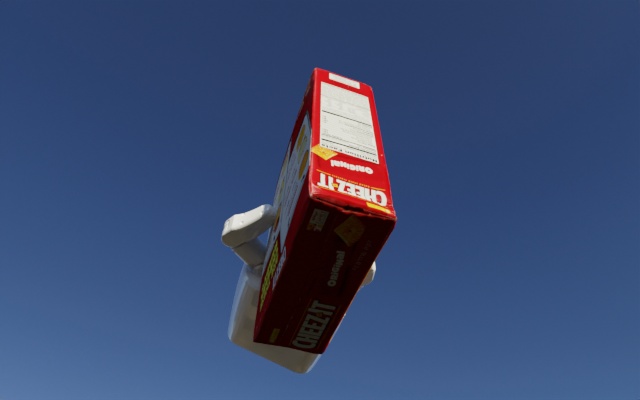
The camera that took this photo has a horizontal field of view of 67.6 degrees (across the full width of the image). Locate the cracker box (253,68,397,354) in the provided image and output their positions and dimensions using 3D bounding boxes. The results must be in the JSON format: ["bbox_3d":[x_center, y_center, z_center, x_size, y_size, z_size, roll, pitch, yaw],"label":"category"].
[{"bbox_3d":[0.000,0.001,0.439,0.072,0.164,0.213,14,36,-11],"label":"cracker box"}]
